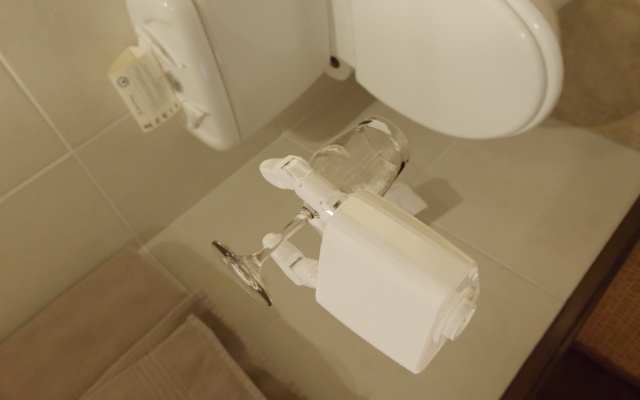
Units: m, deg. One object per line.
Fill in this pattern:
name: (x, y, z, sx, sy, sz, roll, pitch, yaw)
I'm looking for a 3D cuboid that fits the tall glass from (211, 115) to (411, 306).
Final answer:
tall glass: (-0.001, 0.002, 0.445, 0.201, 0.079, 0.079, -43, 20, -23)
